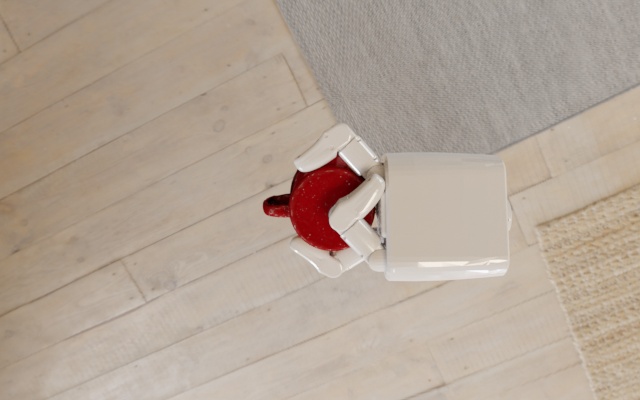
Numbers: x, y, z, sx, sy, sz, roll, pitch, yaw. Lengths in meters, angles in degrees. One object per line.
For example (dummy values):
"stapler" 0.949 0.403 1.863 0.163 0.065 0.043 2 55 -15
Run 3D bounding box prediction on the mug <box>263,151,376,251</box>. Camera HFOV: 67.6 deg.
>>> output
"mug" -0.001 0.002 0.478 0.117 0.093 0.081 -2 12 3
